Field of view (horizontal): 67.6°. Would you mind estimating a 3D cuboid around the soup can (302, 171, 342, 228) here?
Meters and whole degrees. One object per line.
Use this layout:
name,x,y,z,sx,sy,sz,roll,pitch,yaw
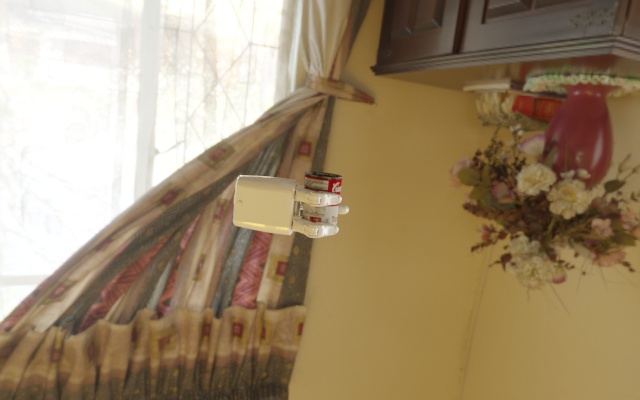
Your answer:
soup can,0.001,0.003,0.862,0.068,0.102,0.068,6,10,-1
